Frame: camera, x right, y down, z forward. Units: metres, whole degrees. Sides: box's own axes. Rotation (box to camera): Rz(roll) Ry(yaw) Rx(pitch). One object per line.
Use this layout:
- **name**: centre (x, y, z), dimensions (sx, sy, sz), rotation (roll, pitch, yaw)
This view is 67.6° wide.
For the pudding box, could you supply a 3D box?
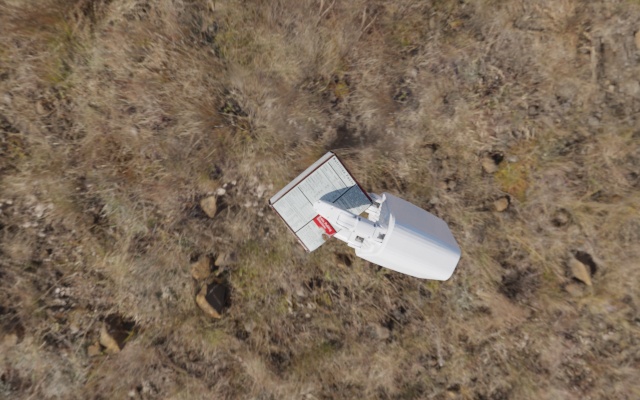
- **pudding box**: centre (0.000, 0.002, 0.644), dimensions (0.113, 0.090, 0.039), rotation (-39, 13, -2)
